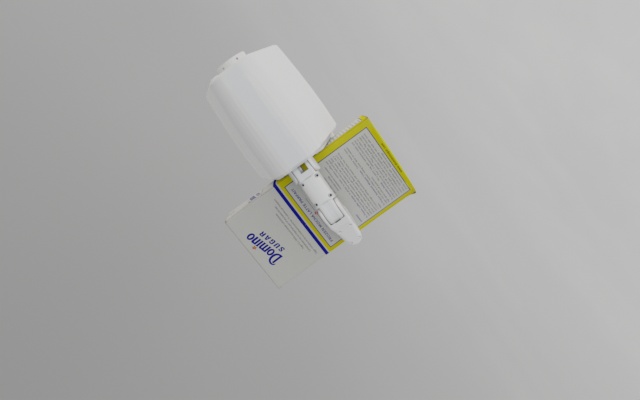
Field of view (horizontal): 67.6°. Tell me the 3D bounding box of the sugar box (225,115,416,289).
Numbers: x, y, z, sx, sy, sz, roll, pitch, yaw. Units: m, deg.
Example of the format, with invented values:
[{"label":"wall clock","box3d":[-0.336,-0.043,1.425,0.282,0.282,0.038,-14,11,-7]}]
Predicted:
[{"label":"sugar box","box3d":[0.000,0.001,0.494,0.176,0.093,0.048,-35,12,7]}]
